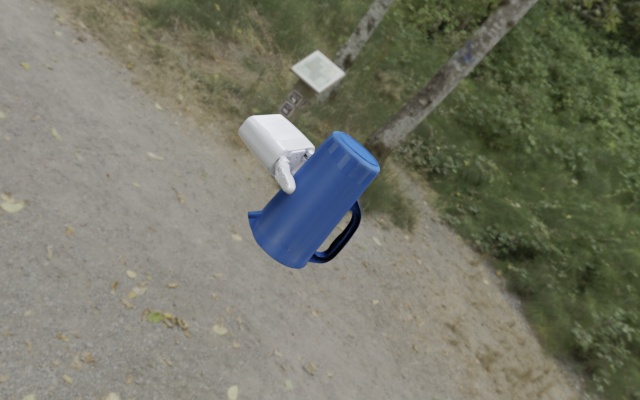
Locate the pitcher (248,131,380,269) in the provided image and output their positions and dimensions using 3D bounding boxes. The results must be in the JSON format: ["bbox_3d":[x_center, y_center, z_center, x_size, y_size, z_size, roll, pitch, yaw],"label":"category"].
[{"bbox_3d":[0.000,0.003,0.869,0.145,0.243,0.149,48,19,22],"label":"pitcher"}]
